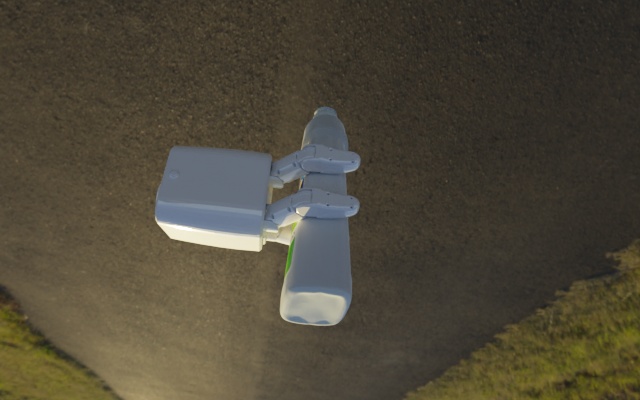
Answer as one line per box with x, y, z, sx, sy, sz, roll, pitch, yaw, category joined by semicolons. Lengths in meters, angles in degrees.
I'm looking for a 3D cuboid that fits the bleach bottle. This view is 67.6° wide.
0.000;0.002;0.534;0.068;0.250;0.103;7;-34;-6;bleach bottle
